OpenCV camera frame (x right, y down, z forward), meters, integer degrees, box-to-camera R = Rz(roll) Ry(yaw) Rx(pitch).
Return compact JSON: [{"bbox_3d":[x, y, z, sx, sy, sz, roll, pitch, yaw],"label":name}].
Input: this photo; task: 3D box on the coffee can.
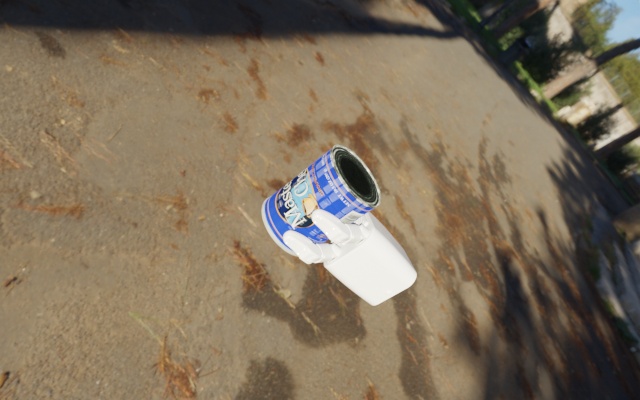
[{"bbox_3d":[0.000,0.002,0.682,0.140,0.102,0.103,-36,-19,27],"label":"coffee can"}]
